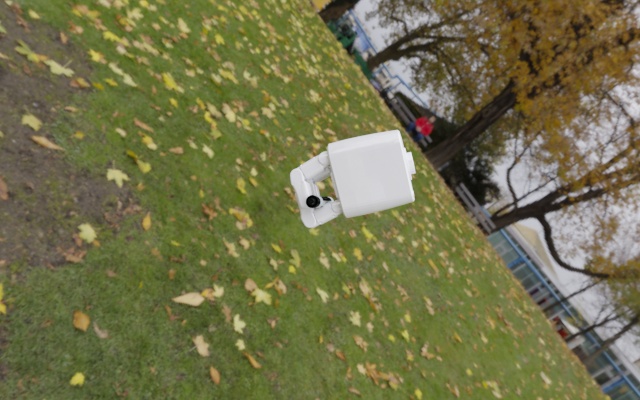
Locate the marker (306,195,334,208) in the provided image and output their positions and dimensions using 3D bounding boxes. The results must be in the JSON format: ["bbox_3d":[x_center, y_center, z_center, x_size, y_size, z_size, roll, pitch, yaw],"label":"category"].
[{"bbox_3d":[0.000,0.002,0.727,0.020,0.020,0.121,0,-1,12],"label":"marker"}]
